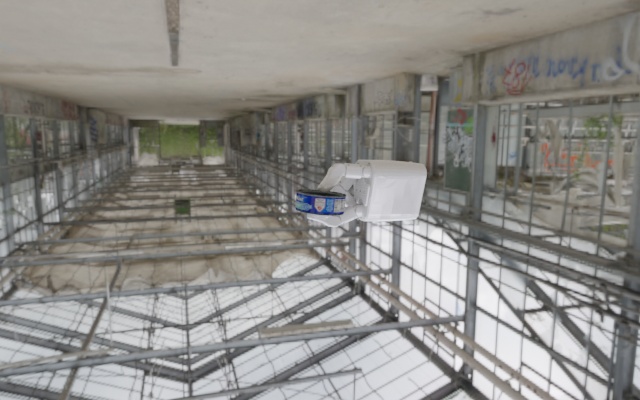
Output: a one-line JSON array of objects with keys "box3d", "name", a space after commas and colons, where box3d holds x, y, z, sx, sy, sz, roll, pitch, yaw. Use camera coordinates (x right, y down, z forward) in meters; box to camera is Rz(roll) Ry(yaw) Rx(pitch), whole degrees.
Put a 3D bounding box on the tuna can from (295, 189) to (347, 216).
[{"box3d": [0.000, 0.003, 0.812, 0.086, 0.034, 0.086, 5, 7, -1], "name": "tuna can"}]
